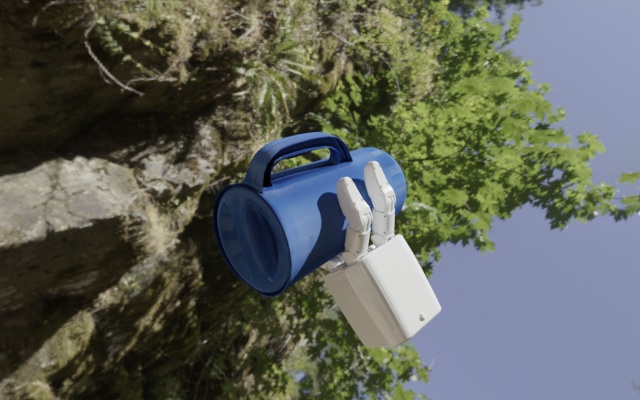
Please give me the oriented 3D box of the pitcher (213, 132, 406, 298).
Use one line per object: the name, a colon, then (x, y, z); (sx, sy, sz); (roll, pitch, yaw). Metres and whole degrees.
pitcher: (0.000, 0.002, 0.593); (0.243, 0.145, 0.149); (-25, -8, -42)
